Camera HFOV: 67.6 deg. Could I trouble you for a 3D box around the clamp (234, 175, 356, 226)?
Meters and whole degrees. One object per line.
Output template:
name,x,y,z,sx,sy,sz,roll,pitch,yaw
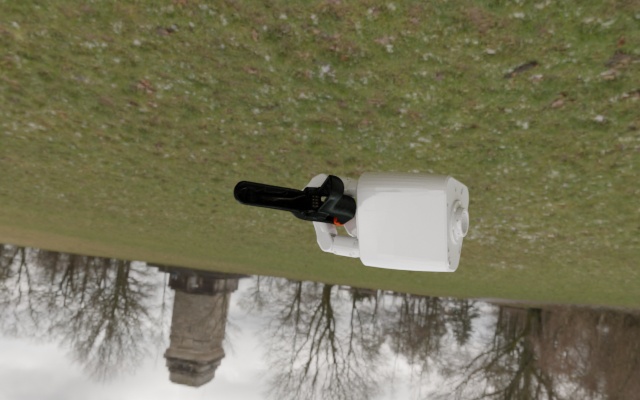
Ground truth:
clamp,0.000,0.002,0.536,0.120,0.039,0.171,2,-7,33
